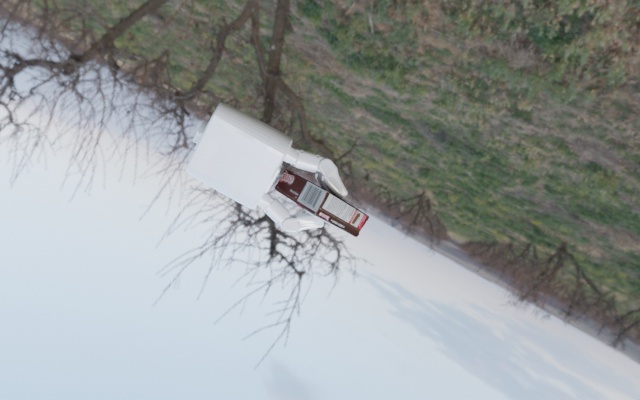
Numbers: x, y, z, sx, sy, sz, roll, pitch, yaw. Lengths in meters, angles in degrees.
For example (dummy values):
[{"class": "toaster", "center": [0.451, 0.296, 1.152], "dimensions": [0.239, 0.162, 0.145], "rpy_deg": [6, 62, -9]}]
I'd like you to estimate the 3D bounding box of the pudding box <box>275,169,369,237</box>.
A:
[{"class": "pudding box", "center": [0.000, 0.002, 0.671], "dimensions": [0.090, 0.039, 0.113], "rpy_deg": [29, 3, -39]}]
